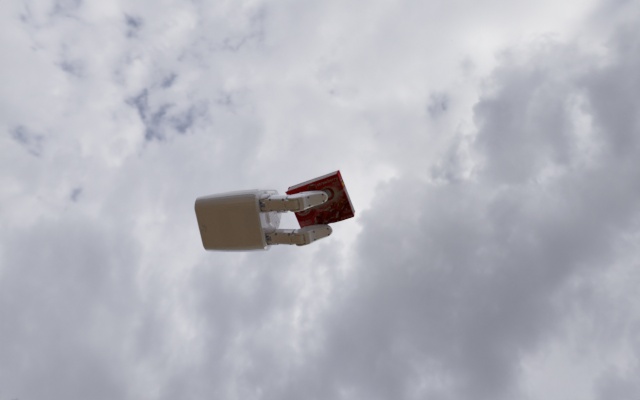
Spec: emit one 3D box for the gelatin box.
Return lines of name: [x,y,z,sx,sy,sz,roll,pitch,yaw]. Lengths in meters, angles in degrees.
gelatin box: [0.000,0.002,0.734,0.089,0.073,0.030,-18,14,13]
